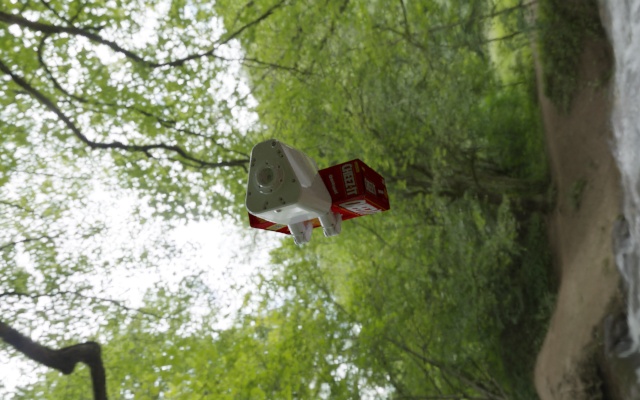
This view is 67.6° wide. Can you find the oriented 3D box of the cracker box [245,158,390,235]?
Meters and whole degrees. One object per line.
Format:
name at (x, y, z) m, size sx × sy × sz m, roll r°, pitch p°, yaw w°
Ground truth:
cracker box at (0.000, 0.003, 0.856) m, size 0.214 × 0.072 × 0.164 m, roll -15°, pitch -14°, yaw 20°
